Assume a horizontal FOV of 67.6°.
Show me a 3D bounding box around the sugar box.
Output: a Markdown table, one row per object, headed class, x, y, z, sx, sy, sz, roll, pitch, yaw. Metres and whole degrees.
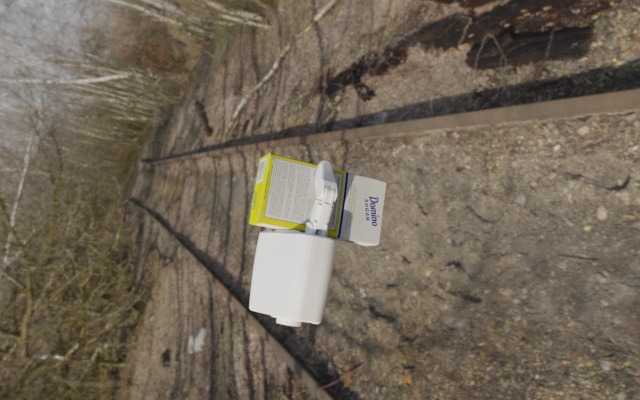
| class | x | y | z | sx | sy | sz | roll | pitch | yaw |
| --- | --- | --- | --- | --- | --- | --- | --- | --- | --- |
| sugar box | 0.000 | 0.002 | 0.644 | 0.176 | 0.093 | 0.048 | 14 | -12 | -24 |
